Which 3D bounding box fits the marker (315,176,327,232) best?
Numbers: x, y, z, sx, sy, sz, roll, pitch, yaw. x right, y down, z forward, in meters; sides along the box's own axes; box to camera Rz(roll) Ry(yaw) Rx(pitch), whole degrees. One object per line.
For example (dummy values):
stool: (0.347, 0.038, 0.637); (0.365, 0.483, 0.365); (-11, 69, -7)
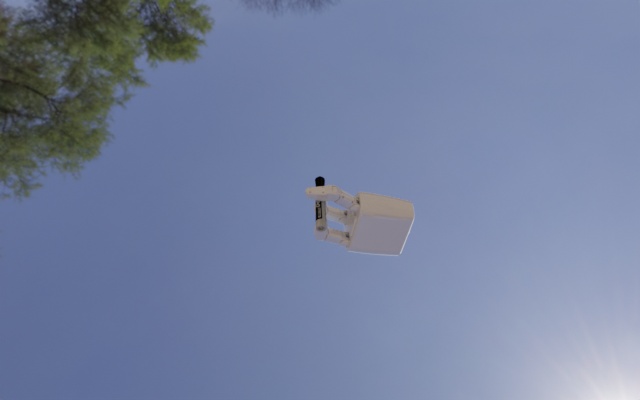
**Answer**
marker: (0.000, 0.003, 0.856); (0.020, 0.121, 0.020); (-1, -41, -1)
